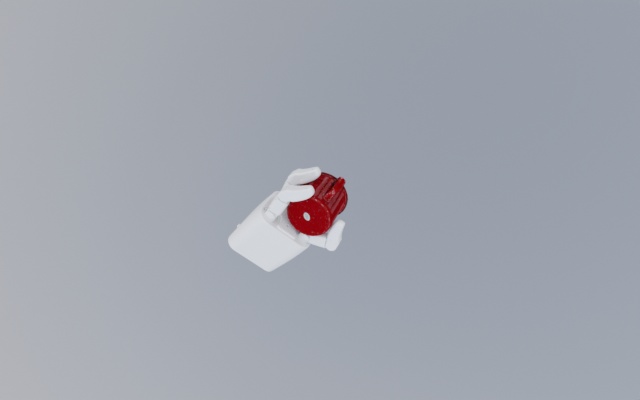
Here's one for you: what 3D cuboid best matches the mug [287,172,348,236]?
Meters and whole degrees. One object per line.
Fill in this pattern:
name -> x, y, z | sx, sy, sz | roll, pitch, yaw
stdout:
mug -> 0.001, 0.002, 0.823 | 0.117, 0.093, 0.081 | -39, 10, 34
